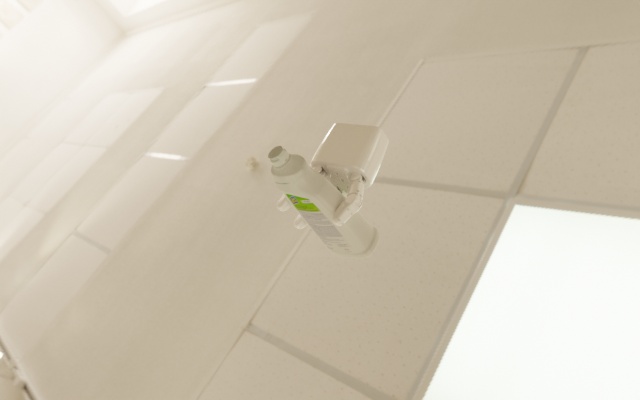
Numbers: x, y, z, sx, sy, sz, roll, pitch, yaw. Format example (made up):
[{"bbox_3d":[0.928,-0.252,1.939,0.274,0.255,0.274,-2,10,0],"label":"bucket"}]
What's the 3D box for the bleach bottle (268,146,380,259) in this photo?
[{"bbox_3d":[0.000,0.003,0.816,0.102,0.068,0.251,-2,-40,40],"label":"bleach bottle"}]
